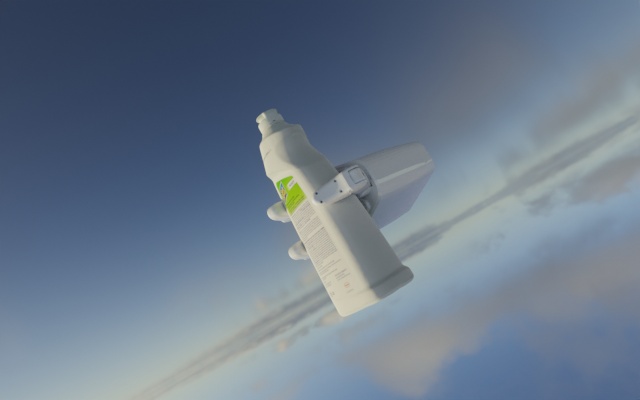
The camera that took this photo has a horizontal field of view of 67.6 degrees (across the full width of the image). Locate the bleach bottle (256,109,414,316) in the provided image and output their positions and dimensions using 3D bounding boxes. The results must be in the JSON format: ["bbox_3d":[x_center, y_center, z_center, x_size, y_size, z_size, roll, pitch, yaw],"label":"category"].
[{"bbox_3d":[0.000,0.002,0.544,0.068,0.251,0.103,-23,-12,-34],"label":"bleach bottle"}]
